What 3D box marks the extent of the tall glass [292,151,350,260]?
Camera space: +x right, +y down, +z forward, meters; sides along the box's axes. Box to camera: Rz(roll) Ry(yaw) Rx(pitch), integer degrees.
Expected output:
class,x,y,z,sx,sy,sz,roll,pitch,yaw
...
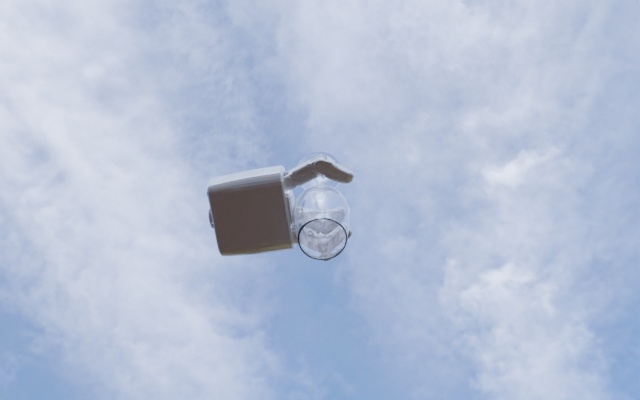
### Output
class,x,y,z,sx,sy,sz,roll,pitch,yaw
tall glass,0.000,0.002,0.674,0.079,0.079,0.201,0,28,-2
